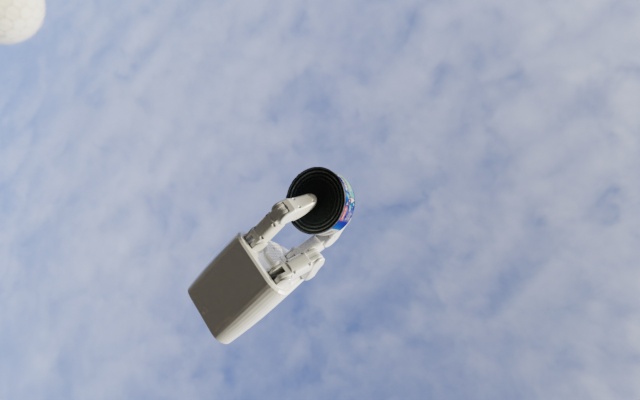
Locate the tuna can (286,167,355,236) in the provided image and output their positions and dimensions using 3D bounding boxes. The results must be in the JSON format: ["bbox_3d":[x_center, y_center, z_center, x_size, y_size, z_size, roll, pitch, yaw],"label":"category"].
[{"bbox_3d":[0.000,0.002,0.609,0.086,0.086,0.034,0,-8,30],"label":"tuna can"}]
